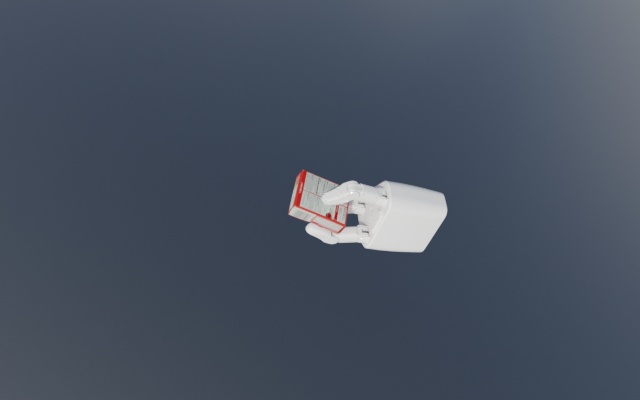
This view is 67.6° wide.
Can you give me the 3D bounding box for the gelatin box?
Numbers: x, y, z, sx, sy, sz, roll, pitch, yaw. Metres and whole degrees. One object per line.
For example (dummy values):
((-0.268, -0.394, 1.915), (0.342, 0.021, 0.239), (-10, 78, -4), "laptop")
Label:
((0.000, 0.002, 0.742), (0.089, 0.073, 0.030), (22, -38, -15), "gelatin box")
